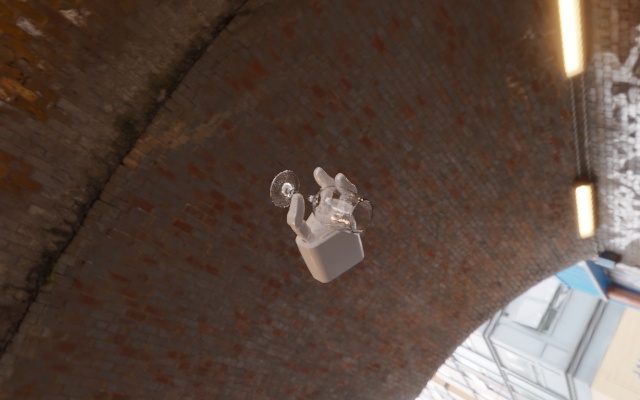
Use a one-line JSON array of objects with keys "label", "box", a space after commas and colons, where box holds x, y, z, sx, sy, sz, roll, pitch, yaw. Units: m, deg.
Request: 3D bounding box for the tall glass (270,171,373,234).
[{"label": "tall glass", "box": [0.000, 0.003, 0.873, 0.201, 0.079, 0.079, 20, 13, 42]}]
